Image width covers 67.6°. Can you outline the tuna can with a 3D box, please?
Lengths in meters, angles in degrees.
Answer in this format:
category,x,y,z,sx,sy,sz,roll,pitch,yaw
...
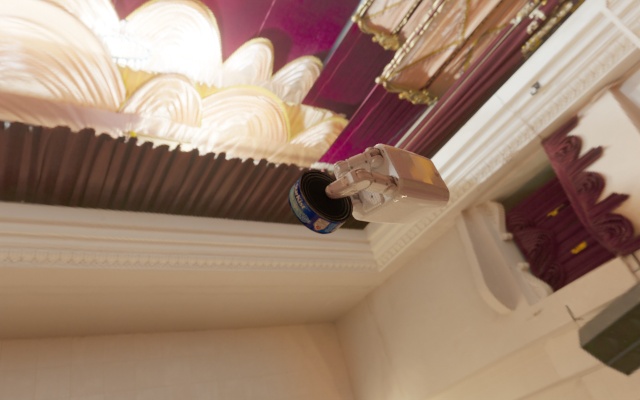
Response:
category,x,y,z,sx,sy,sz,roll,pitch,yaw
tuna can,0.000,0.002,0.644,0.086,0.086,0.034,0,-35,-43
